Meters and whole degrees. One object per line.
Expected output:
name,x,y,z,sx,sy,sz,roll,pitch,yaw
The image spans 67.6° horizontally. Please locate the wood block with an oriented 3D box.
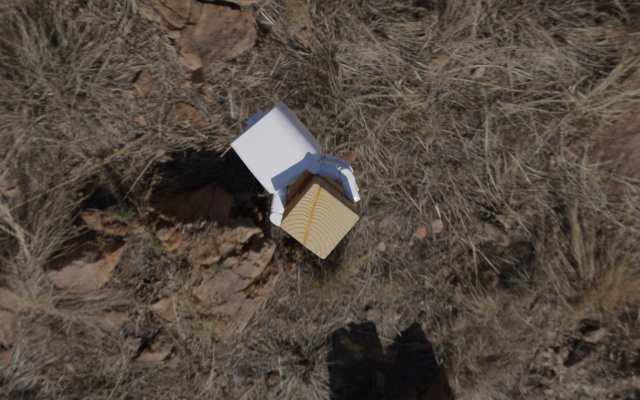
wood block,0.000,0.003,0.817,0.090,0.091,0.206,38,14,-10
